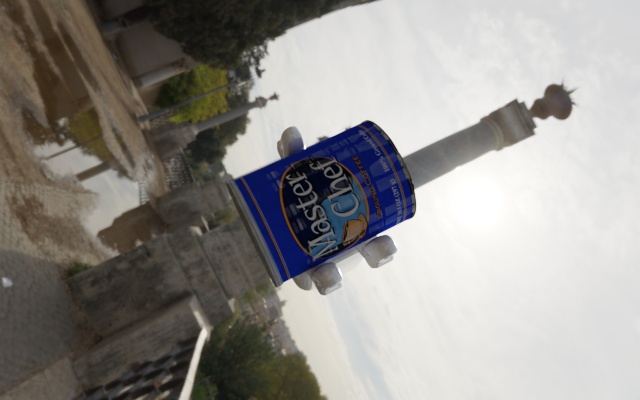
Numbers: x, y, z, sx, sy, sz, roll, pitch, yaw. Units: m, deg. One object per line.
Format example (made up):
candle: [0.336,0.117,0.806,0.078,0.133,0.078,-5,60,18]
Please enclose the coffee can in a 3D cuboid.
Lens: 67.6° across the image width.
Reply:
coffee can: [0.000,0.001,0.435,0.140,0.103,0.103,-26,5,-11]
